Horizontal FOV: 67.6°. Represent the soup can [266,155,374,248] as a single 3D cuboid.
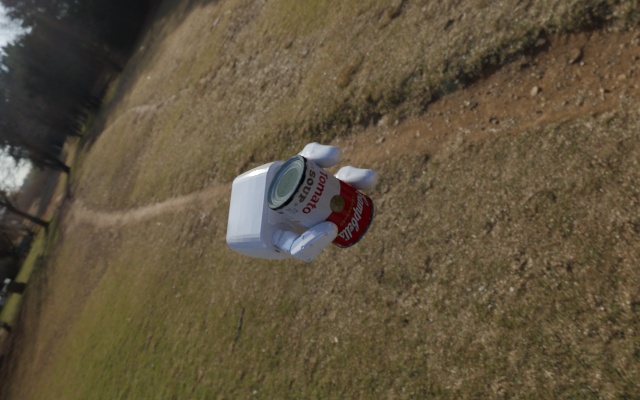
[{"bbox_3d":[0.000,0.002,0.528,0.102,0.068,0.068,31,-16,-30],"label":"soup can"}]
